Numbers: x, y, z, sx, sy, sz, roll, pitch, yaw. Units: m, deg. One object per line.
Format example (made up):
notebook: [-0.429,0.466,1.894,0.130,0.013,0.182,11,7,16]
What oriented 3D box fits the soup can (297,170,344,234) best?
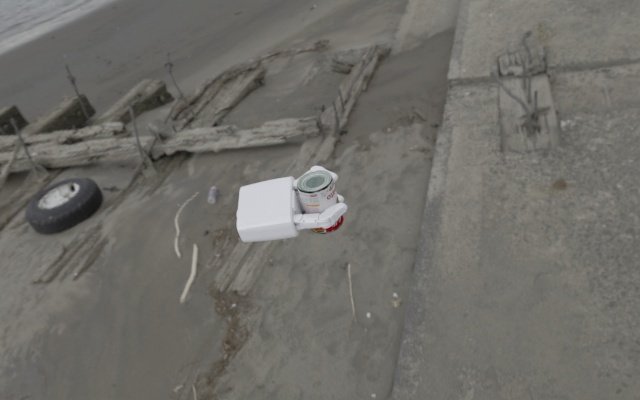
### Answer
soup can: [0.001,0.003,0.887,0.068,0.102,0.068,-10,37,8]
